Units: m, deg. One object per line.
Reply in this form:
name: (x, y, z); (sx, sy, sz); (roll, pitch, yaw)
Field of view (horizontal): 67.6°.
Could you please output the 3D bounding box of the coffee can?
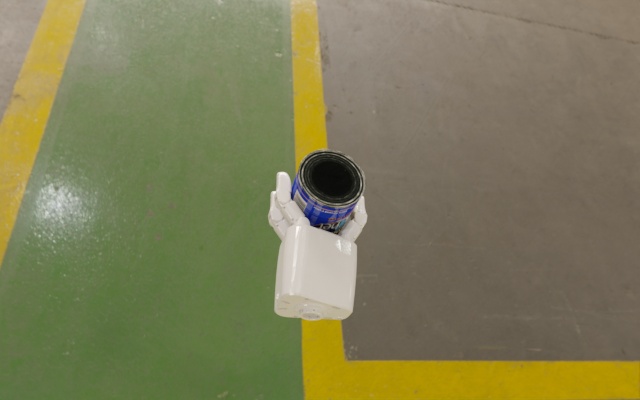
coffee can: (0.000, 0.002, 0.746); (0.103, 0.102, 0.140); (0, -31, -17)
